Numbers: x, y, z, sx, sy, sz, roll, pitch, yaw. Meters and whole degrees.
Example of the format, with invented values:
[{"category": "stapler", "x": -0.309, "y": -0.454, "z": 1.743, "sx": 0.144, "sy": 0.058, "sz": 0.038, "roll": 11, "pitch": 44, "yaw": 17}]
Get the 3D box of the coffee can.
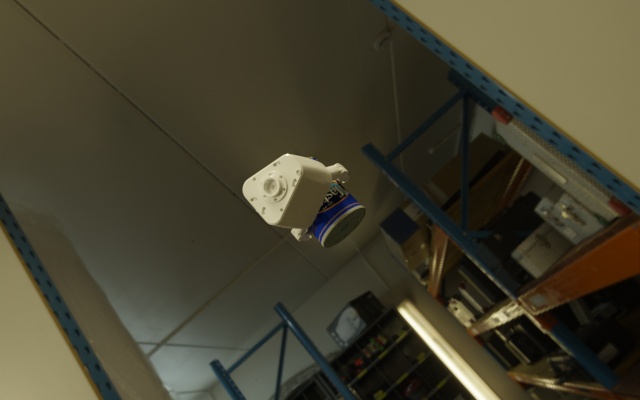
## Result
[{"category": "coffee can", "x": 0.000, "y": 0.003, "z": 0.888, "sx": 0.140, "sy": 0.103, "sz": 0.103, "roll": 47, "pitch": 21, "yaw": 21}]
